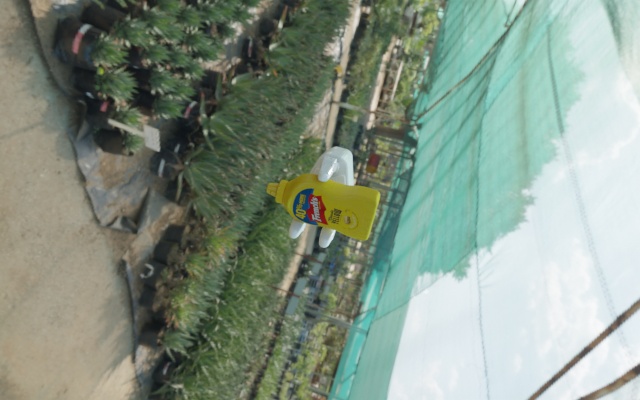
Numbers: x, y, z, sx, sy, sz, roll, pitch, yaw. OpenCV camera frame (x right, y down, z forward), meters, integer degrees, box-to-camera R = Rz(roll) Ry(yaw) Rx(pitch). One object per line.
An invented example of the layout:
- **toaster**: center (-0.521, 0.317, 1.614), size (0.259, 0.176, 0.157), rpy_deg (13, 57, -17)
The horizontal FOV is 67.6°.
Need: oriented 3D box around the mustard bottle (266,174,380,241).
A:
- **mustard bottle**: center (0.000, 0.003, 0.822), size (0.191, 0.096, 0.058), rpy_deg (16, 42, 6)
